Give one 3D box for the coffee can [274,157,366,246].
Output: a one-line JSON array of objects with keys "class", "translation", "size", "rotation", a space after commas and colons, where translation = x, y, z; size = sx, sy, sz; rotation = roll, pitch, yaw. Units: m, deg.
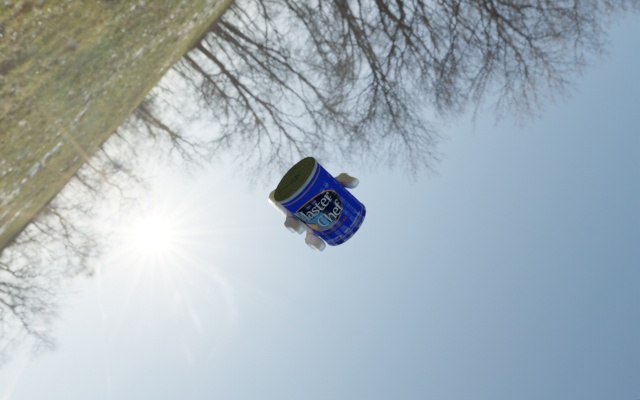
[{"class": "coffee can", "translation": [0.000, 0.003, 0.875], "size": [0.140, 0.102, 0.103], "rotation": [42, -21, -25]}]
